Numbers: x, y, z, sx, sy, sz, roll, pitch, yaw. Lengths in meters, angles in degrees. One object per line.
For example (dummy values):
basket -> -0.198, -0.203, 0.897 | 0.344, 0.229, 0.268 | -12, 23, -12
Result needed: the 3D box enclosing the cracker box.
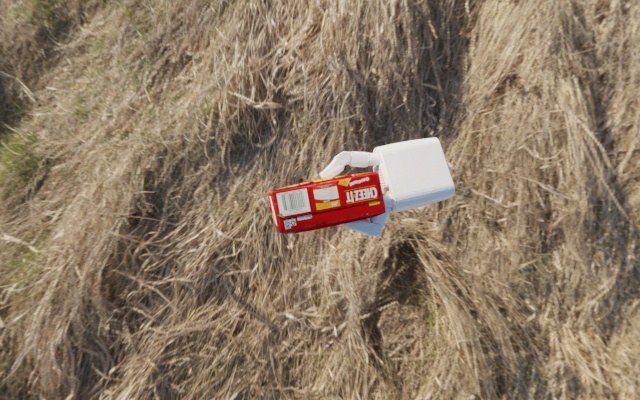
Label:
cracker box -> 0.000, 0.002, 0.796 | 0.164, 0.072, 0.213 | -11, 2, -7
